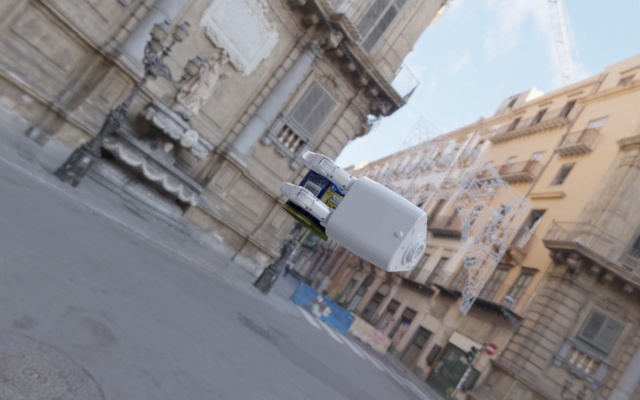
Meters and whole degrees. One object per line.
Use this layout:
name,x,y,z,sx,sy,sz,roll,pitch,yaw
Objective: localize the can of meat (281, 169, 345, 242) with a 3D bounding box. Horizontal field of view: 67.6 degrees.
can of meat,0.000,0.002,0.717,0.057,0.084,0.102,31,-8,32
